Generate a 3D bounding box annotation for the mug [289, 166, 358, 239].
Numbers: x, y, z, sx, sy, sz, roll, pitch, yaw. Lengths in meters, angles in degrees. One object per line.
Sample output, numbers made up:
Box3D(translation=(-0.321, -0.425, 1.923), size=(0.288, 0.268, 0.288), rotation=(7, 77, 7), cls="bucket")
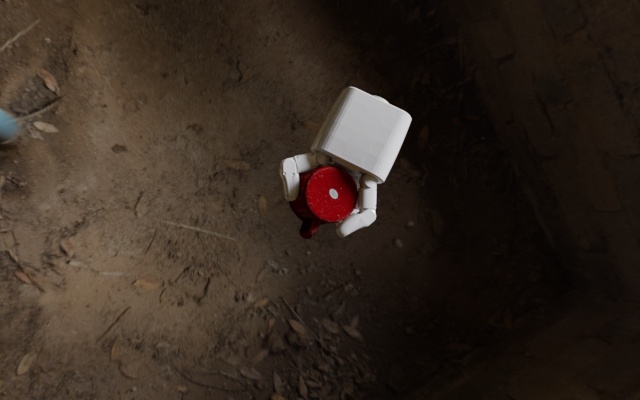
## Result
Box3D(translation=(-0.001, 0.004, 0.703), size=(0.093, 0.117, 0.081), rotation=(29, -7, -13), cls="mug")
